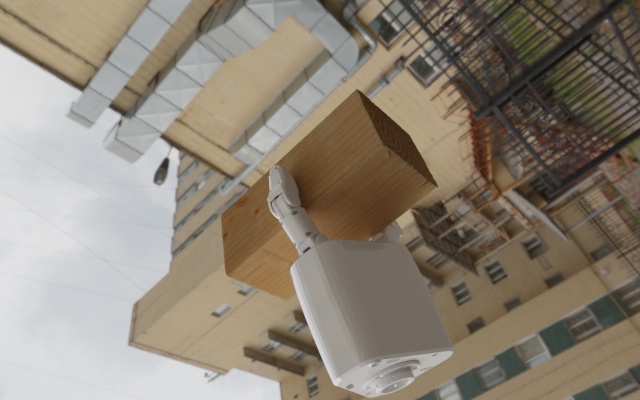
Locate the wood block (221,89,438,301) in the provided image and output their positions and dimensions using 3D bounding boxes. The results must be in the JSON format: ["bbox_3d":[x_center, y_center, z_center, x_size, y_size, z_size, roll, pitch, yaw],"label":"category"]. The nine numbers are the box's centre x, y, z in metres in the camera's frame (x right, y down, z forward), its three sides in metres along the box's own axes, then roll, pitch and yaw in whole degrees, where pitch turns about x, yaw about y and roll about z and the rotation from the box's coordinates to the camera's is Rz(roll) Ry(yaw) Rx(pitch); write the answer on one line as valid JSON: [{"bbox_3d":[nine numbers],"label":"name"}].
[{"bbox_3d":[0.000,0.002,0.487,0.206,0.090,0.091,-40,-50,22],"label":"wood block"}]
